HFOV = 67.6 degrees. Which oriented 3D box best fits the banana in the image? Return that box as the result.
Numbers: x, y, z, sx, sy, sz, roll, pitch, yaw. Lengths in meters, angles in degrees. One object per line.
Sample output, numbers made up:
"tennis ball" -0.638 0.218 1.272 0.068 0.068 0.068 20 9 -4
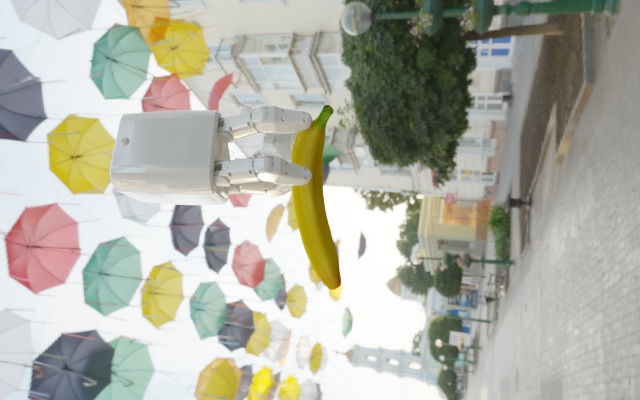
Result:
"banana" -0.007 -0.001 0.533 0.037 0.198 0.069 -5 1 -22
